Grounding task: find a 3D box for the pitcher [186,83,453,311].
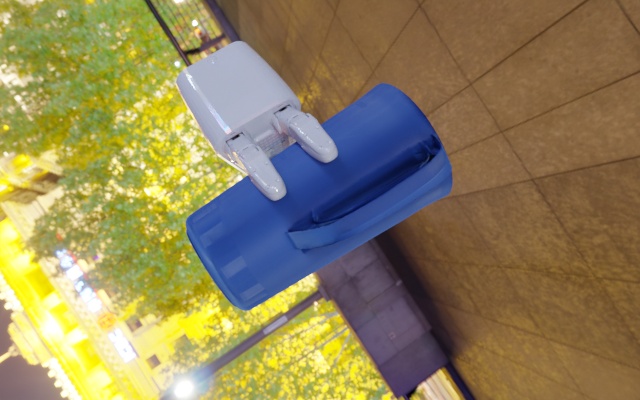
[{"bbox_3d":[0.000,0.001,0.463,0.243,0.145,0.149,-33,-25,-9],"label":"pitcher"}]
